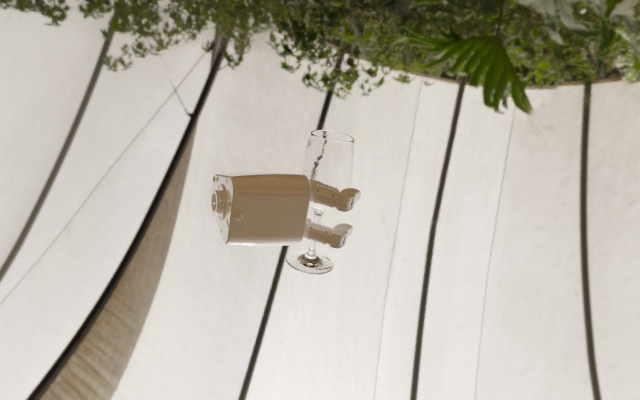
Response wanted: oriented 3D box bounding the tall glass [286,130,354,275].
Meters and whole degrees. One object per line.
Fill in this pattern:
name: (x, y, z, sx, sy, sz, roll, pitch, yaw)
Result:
tall glass: (0.000, 0.003, 0.695, 0.079, 0.201, 0.079, 9, 20, -3)
